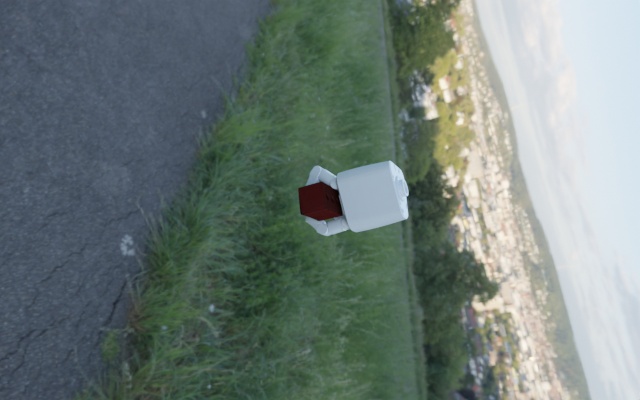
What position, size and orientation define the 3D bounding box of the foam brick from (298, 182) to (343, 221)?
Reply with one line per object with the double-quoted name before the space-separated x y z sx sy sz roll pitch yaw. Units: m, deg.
"foam brick" 0.000 0.003 0.887 0.051 0.053 0.078 -14 -17 23
